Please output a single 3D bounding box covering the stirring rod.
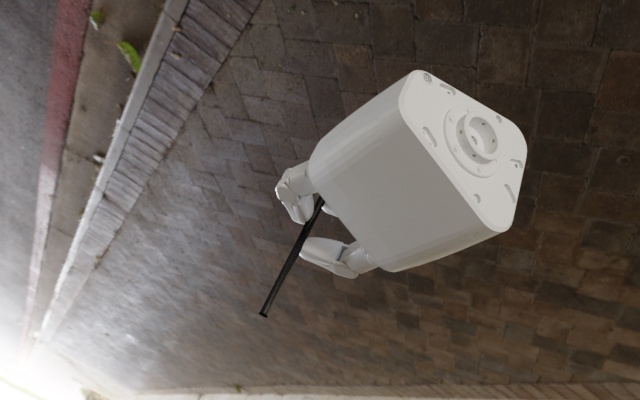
[{"bbox_3d":[0.000,0.001,0.447,0.011,0.239,0.011,19,-34,13],"label":"stirring rod"}]
